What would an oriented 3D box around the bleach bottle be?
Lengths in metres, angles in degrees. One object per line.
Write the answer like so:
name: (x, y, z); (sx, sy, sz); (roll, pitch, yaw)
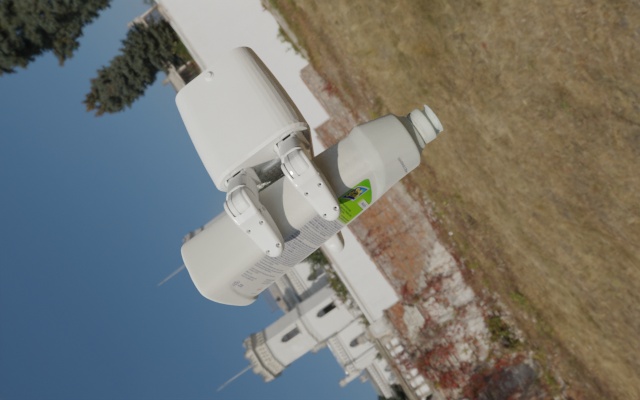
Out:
bleach bottle: (0.000, 0.001, 0.439); (0.251, 0.068, 0.102); (-35, -22, 7)
